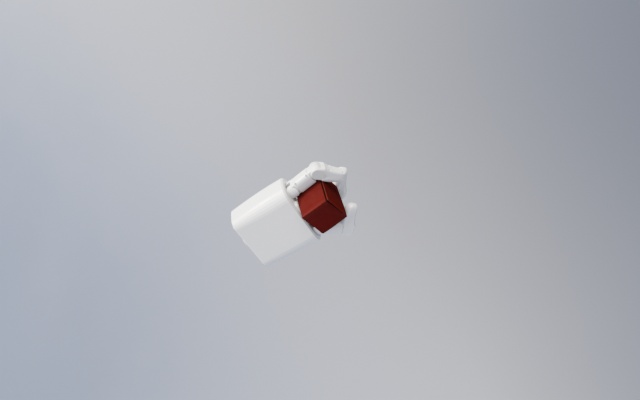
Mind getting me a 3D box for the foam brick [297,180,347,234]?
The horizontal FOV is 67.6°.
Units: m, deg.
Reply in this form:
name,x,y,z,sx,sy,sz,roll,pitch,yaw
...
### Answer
name,x,y,z,sx,sy,sz,roll,pitch,yaw
foam brick,0.000,0.003,0.755,0.051,0.078,0.053,-37,-52,17
